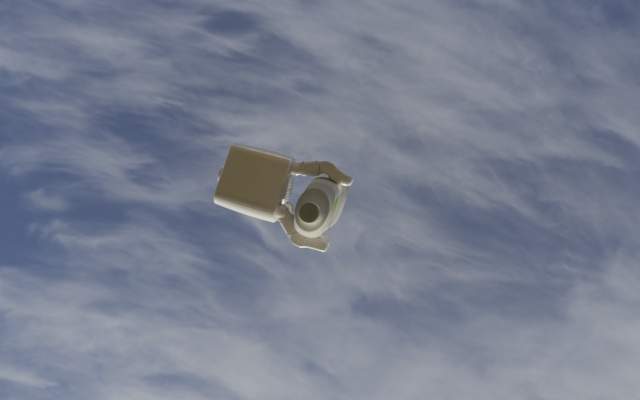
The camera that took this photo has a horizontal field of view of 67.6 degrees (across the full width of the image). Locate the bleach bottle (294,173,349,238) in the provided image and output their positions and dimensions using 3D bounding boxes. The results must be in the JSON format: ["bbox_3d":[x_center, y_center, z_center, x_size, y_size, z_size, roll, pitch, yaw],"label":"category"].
[{"bbox_3d":[0.000,0.003,0.778,0.068,0.102,0.251,17,5,5],"label":"bleach bottle"}]
